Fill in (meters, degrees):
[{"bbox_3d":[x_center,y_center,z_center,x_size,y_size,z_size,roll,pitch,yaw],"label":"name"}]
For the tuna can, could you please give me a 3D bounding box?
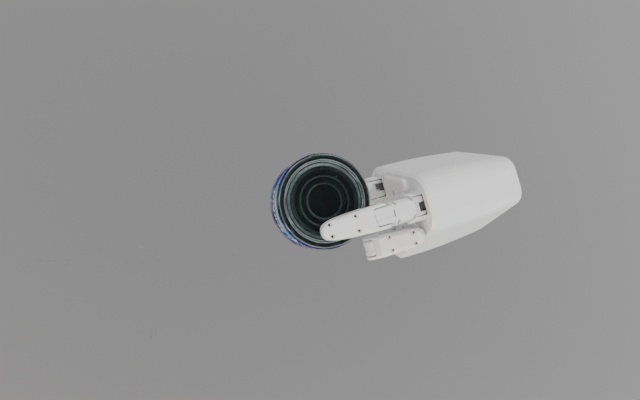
[{"bbox_3d":[0.000,0.001,0.427,0.086,0.086,0.034,0,-4,-15],"label":"tuna can"}]
